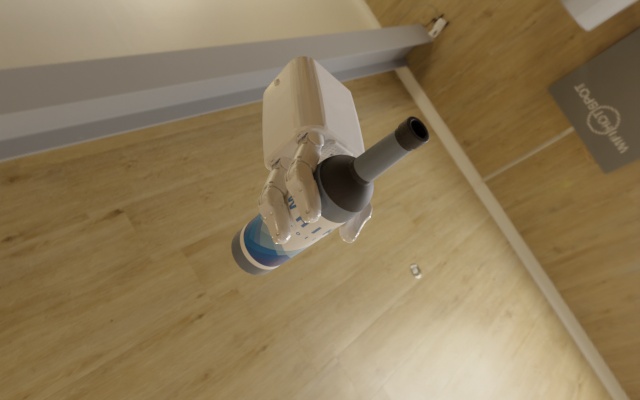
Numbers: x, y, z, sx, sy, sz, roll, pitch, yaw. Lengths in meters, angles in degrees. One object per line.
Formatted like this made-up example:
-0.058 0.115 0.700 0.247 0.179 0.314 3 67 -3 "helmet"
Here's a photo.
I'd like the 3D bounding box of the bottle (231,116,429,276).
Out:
0.000 0.002 0.518 0.069 0.069 0.296 0 -26 -40 "bottle"
